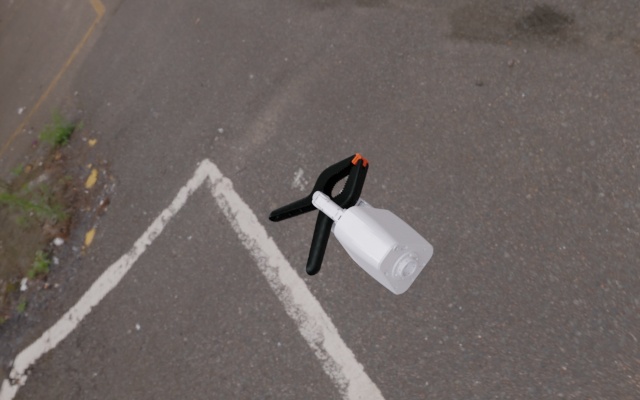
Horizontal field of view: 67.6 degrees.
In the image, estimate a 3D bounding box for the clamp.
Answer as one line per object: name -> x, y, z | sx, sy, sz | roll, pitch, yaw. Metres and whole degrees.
clamp -> 0.000, 0.002, 0.826 | 0.036, 0.210, 0.164 | 29, 8, -48
